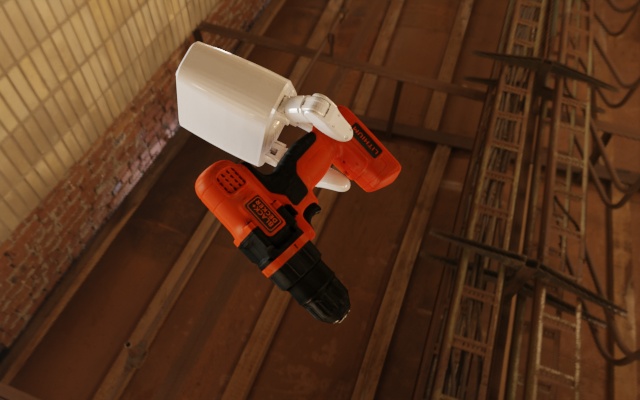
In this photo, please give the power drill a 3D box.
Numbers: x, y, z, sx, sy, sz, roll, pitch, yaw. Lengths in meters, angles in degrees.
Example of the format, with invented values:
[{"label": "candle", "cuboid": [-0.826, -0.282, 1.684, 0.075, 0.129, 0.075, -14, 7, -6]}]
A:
[{"label": "power drill", "cuboid": [0.000, 0.001, 0.474, 0.187, 0.184, 0.057, -43, 1, -36]}]
